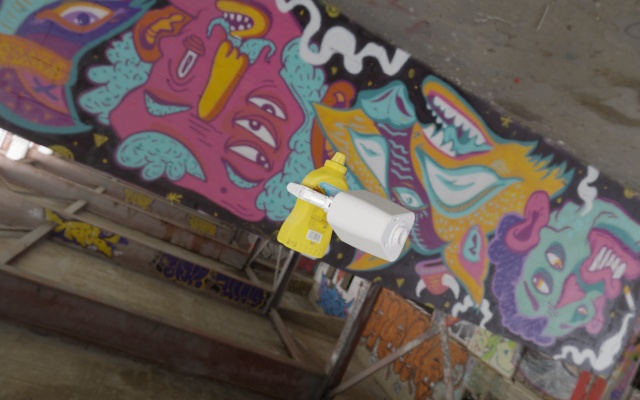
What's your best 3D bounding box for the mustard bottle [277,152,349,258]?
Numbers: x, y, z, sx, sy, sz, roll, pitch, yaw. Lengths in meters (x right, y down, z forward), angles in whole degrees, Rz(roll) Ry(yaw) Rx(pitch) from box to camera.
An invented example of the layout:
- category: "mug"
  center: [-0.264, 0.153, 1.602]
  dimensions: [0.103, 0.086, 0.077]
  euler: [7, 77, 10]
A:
- category: "mustard bottle"
  center: [0.000, 0.003, 0.868]
  dimensions: [0.096, 0.191, 0.058]
  euler: [24, 0, -35]
